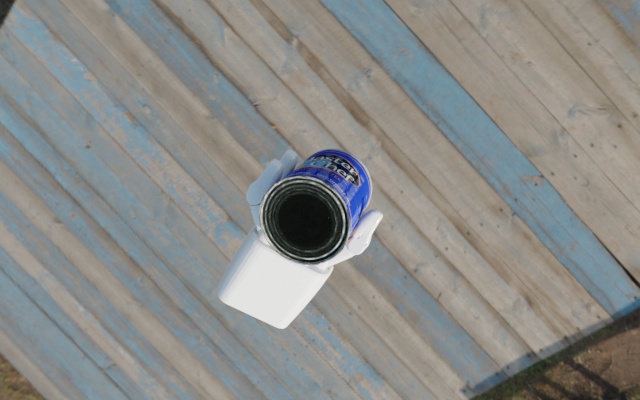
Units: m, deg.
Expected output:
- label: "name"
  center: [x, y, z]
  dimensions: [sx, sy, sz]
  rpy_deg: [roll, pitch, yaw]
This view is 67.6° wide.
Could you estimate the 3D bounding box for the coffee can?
- label: "coffee can"
  center: [0.000, 0.002, 0.574]
  dimensions: [0.103, 0.103, 0.140]
  rpy_deg: [0, 18, 16]
